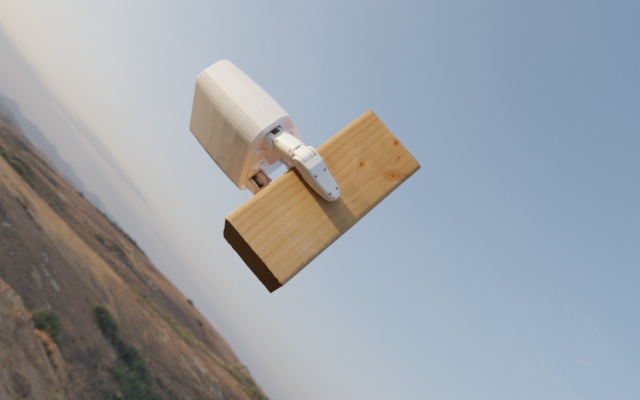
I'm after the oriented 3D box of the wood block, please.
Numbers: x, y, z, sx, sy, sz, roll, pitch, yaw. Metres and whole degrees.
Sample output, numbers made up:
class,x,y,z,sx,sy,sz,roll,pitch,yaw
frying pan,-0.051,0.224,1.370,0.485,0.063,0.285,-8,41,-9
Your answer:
class,x,y,z,sx,sy,sz,roll,pitch,yaw
wood block,0.000,0.001,0.540,0.206,0.090,0.091,-39,-4,-20
